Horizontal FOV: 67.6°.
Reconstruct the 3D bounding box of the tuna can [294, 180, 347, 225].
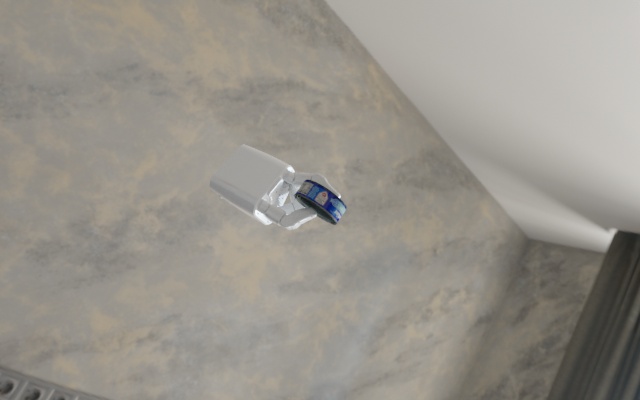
[{"bbox_3d":[0.000,0.002,0.790,0.086,0.033,0.086,33,-11,7],"label":"tuna can"}]
